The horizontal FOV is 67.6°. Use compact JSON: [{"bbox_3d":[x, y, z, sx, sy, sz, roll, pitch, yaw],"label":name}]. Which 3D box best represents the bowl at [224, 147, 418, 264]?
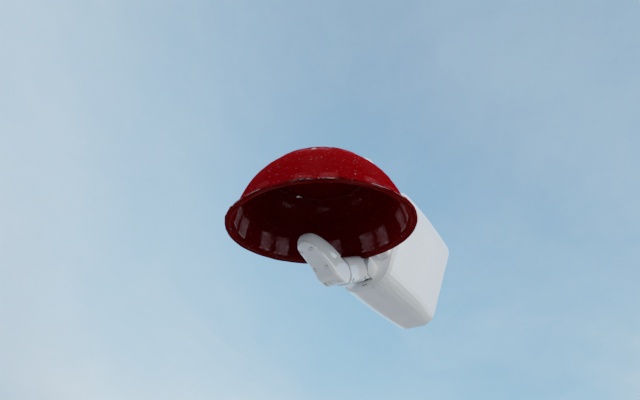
[{"bbox_3d":[0.000,0.000,0.414,0.162,0.055,0.162,-1,-28,-1],"label":"bowl"}]
